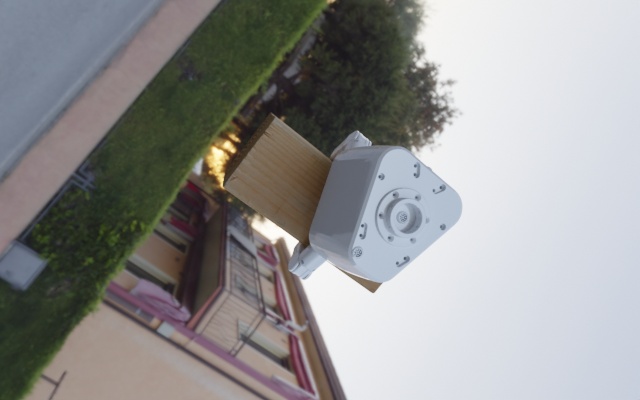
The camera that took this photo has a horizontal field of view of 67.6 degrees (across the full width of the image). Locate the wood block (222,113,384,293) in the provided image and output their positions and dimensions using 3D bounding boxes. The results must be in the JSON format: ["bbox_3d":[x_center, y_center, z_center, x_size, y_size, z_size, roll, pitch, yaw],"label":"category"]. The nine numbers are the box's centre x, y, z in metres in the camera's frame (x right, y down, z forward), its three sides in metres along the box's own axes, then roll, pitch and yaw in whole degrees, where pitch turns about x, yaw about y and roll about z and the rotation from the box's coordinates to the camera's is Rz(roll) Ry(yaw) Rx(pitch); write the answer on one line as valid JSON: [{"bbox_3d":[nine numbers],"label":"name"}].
[{"bbox_3d":[0.000,0.002,0.543,0.206,0.091,0.090,37,5,-16],"label":"wood block"}]
